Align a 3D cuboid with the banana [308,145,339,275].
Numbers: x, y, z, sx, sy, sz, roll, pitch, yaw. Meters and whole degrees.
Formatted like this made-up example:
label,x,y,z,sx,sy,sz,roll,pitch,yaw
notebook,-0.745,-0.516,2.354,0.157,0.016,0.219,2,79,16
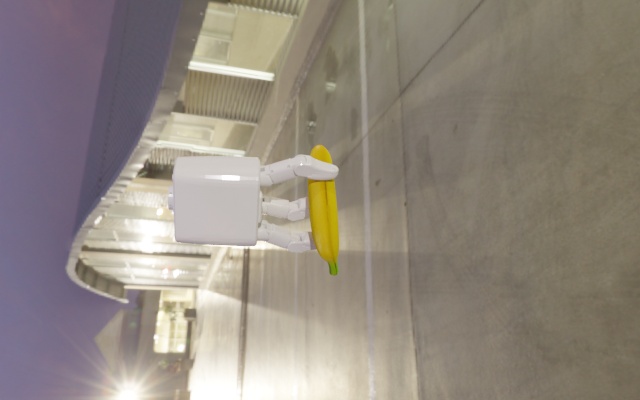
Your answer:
label,x,y,z,sx,sy,sz,roll,pitch,yaw
banana,0.001,-0.003,0.646,0.037,0.197,0.070,-2,-25,-4
